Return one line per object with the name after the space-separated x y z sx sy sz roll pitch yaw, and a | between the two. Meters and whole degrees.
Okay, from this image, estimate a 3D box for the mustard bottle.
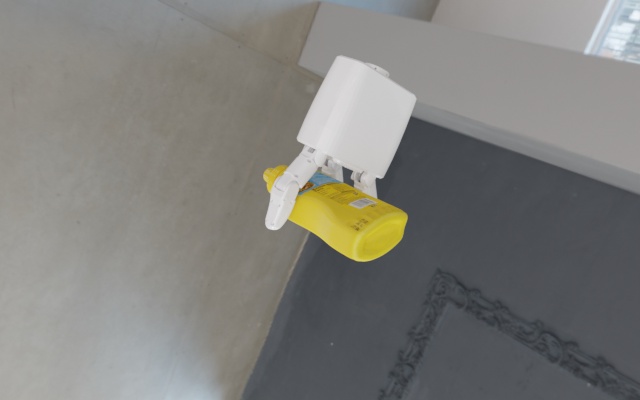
0.000 0.002 0.566 0.191 0.058 0.096 29 32 35 | mustard bottle
